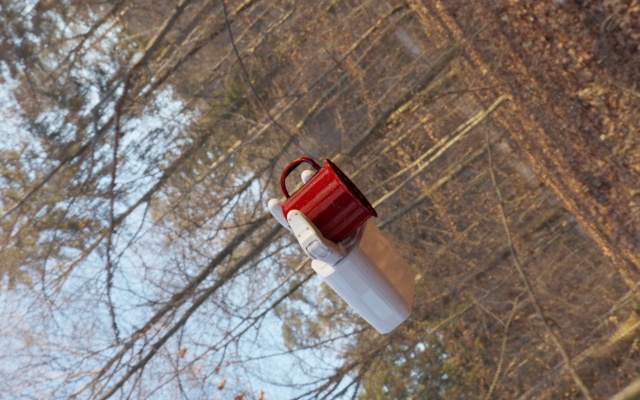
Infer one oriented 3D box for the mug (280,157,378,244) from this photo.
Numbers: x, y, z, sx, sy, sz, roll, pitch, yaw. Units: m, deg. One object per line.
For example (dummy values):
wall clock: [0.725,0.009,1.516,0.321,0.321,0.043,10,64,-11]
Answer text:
mug: [-0.001,0.001,0.571,0.081,0.117,0.093,-42,8,9]
